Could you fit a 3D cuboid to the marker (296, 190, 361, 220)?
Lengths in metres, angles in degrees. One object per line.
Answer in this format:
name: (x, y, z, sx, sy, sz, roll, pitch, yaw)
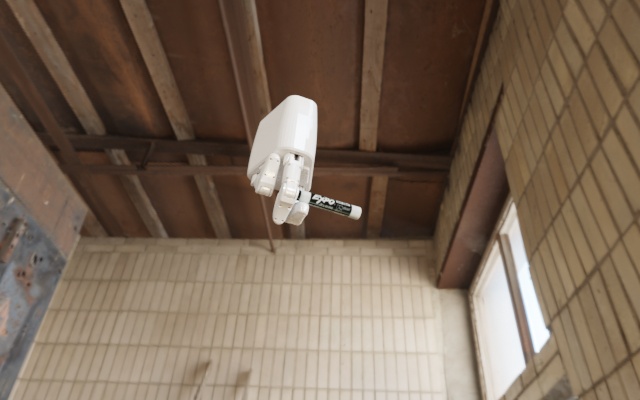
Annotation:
marker: (0.000, 0.002, 0.673, 0.121, 0.020, 0.020, 17, -5, -17)
